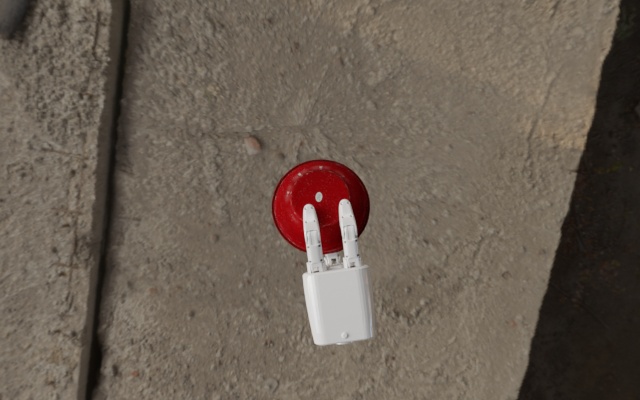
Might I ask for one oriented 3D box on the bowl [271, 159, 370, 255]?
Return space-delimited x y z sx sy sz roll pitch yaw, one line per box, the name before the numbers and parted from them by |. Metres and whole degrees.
bowl | 0.000 0.001 0.757 0.162 0.162 0.055 0 -15 1
